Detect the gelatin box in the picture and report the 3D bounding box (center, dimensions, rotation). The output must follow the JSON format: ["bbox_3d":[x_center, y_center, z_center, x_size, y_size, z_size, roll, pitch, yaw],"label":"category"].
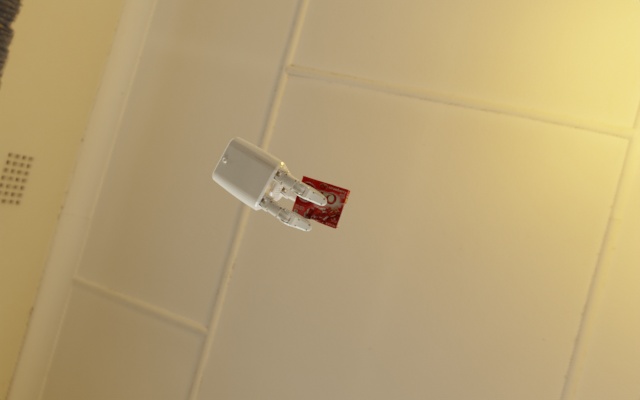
[{"bbox_3d":[0.001,0.003,0.856,0.089,0.073,0.030,19,1,11],"label":"gelatin box"}]
